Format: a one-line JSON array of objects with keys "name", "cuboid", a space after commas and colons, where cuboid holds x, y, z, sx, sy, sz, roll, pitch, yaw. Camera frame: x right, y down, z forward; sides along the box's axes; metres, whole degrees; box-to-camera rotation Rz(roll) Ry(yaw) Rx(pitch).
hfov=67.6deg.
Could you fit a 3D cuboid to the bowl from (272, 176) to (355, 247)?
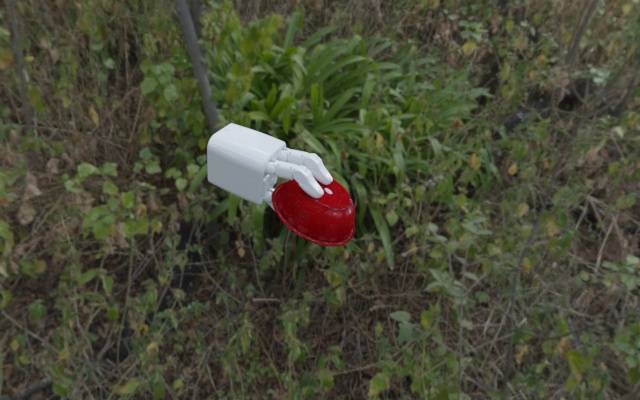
[{"name": "bowl", "cuboid": [0.002, 0.003, 0.826, 0.162, 0.055, 0.162, 22, 34, -15]}]
